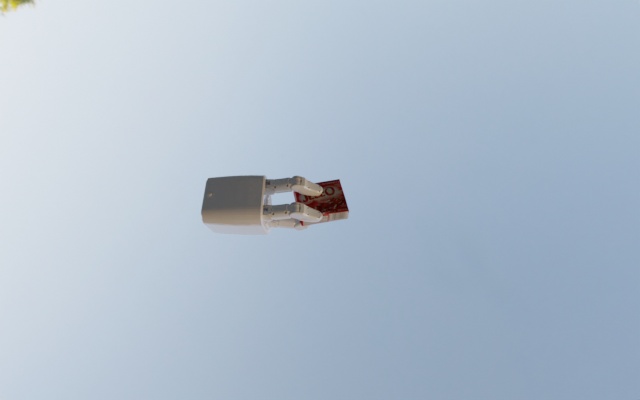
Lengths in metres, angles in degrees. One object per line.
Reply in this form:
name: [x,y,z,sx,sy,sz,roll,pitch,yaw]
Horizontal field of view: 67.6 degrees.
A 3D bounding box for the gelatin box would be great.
gelatin box: [0.000,0.003,0.863,0.089,0.073,0.030,-9,-34,-9]
